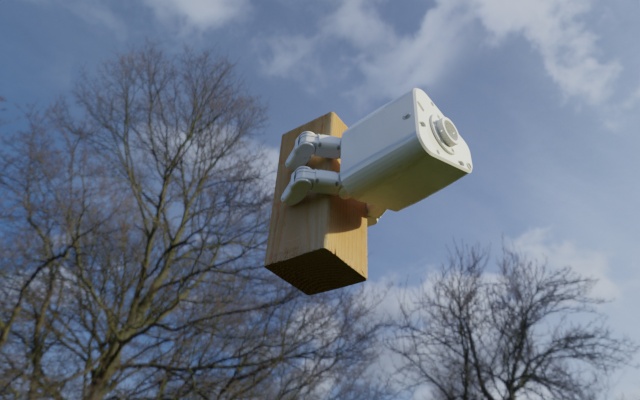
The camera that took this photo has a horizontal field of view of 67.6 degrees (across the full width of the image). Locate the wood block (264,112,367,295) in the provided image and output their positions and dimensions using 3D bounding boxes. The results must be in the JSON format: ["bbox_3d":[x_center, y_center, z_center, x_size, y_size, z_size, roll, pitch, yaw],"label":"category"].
[{"bbox_3d":[0.001,0.002,0.608,0.090,0.206,0.091,-21,-43,30],"label":"wood block"}]
